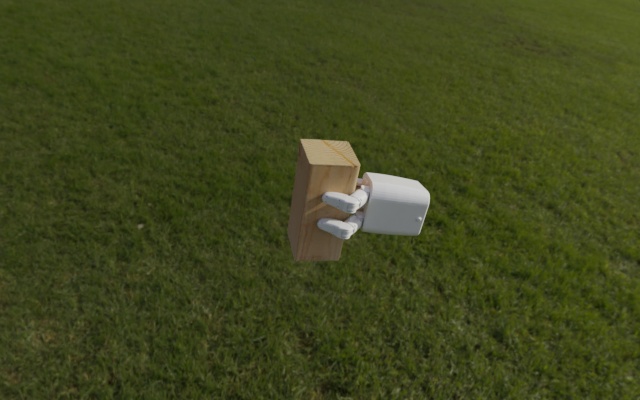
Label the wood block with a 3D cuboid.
[{"bbox_3d":[0.000,0.003,0.864,0.090,0.206,0.090,1,34,-14],"label":"wood block"}]
